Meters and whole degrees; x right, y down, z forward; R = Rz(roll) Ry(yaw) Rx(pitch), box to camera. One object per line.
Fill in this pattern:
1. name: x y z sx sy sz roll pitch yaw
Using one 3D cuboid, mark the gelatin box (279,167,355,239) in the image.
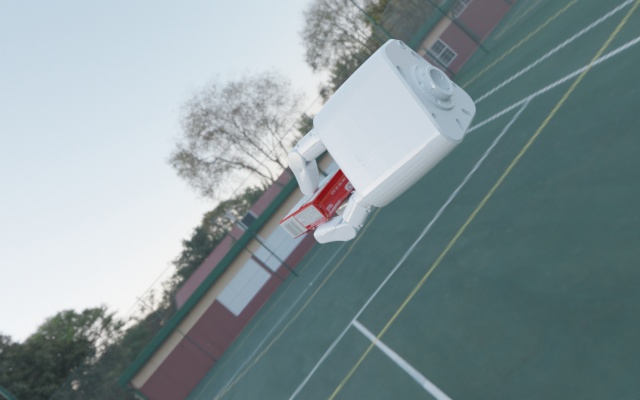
1. gelatin box: 0.000 0.002 0.555 0.073 0.030 0.089 -49 9 -34
